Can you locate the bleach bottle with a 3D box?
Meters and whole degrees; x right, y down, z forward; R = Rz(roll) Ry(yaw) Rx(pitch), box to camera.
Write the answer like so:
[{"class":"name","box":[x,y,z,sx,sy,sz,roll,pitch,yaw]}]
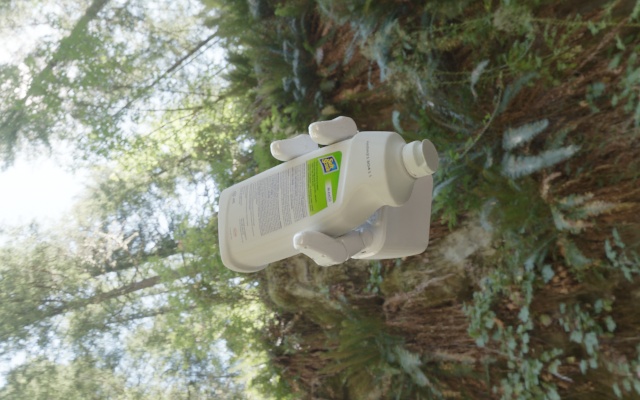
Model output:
[{"class":"bleach bottle","box":[0.000,0.001,0.477,0.251,0.102,0.068,-19,-19,38]}]
